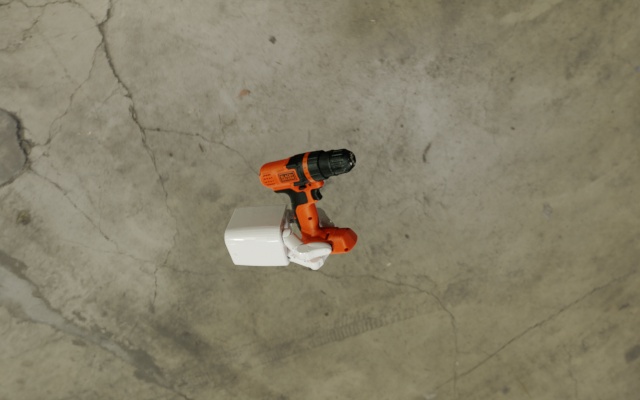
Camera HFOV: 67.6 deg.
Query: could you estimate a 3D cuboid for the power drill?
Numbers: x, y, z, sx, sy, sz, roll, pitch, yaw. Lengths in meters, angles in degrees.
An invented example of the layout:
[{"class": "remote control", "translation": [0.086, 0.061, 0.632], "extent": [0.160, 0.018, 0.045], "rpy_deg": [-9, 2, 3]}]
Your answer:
[{"class": "power drill", "translation": [0.000, 0.003, 0.832], "extent": [0.184, 0.188, 0.057], "rpy_deg": [-7, 25, 33]}]
